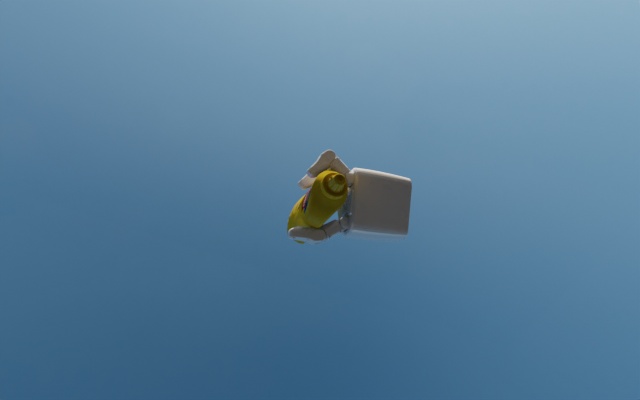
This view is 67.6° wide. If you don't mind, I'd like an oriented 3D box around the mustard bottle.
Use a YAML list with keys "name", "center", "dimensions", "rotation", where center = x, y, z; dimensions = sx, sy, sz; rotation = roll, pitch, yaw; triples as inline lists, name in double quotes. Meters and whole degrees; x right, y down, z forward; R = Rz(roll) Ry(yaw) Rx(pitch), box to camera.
- name: "mustard bottle"
  center: [0.000, 0.003, 0.785]
  dimensions: [0.058, 0.096, 0.192]
  rotation: [30, -27, -6]
